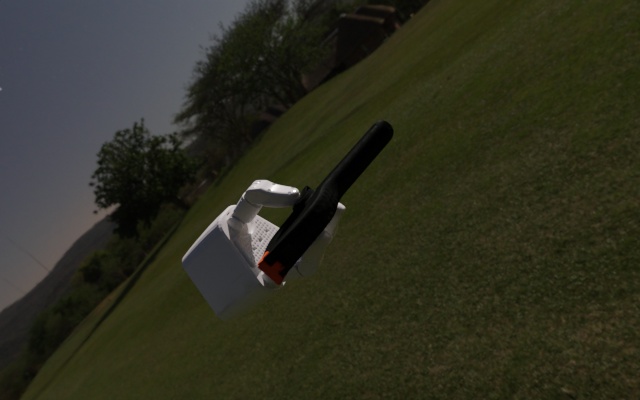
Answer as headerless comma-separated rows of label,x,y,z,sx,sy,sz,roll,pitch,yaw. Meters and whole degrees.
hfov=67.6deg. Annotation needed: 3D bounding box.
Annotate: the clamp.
clamp,-0.001,0.002,0.503,0.165,0.036,0.210,-43,9,37
